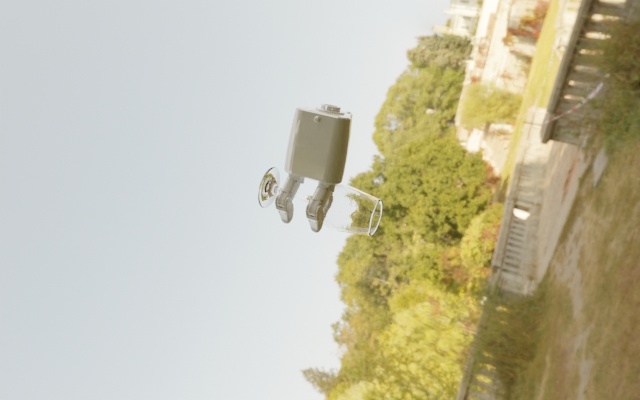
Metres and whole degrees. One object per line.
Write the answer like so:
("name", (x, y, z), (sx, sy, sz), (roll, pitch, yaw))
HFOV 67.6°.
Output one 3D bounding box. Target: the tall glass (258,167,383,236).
("tall glass", (-0.001, 0.003, 0.802), (0.201, 0.079, 0.079), (16, 5, 19))
